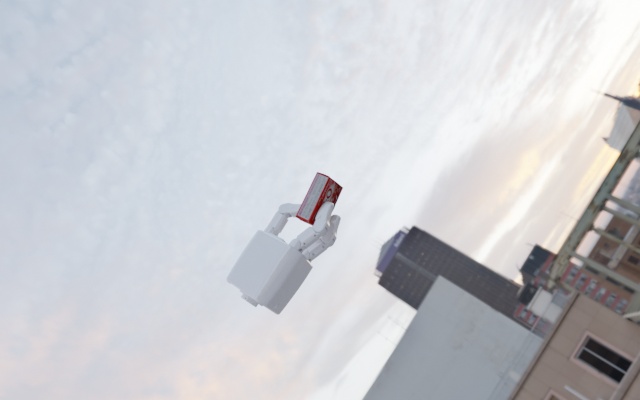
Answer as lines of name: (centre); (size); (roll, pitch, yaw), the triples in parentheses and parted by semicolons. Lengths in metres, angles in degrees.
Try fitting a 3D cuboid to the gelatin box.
gelatin box: (0.000, 0.002, 0.842); (0.030, 0.089, 0.073); (23, -4, 26)
